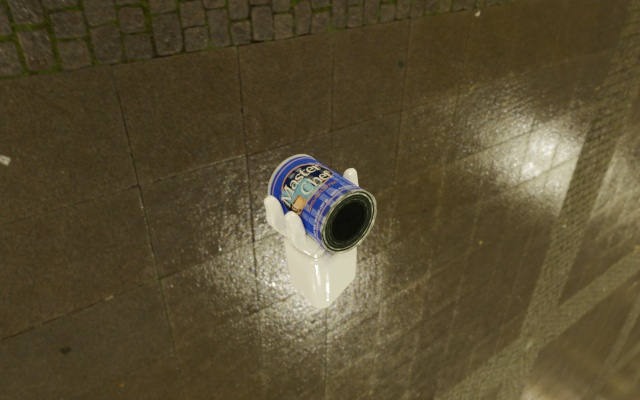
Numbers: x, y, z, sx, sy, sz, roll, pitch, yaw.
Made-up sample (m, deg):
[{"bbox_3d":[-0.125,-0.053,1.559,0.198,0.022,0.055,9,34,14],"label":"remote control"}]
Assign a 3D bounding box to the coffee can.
[{"bbox_3d":[0.000,0.002,0.722,0.103,0.103,0.140,0,25,-41],"label":"coffee can"}]
